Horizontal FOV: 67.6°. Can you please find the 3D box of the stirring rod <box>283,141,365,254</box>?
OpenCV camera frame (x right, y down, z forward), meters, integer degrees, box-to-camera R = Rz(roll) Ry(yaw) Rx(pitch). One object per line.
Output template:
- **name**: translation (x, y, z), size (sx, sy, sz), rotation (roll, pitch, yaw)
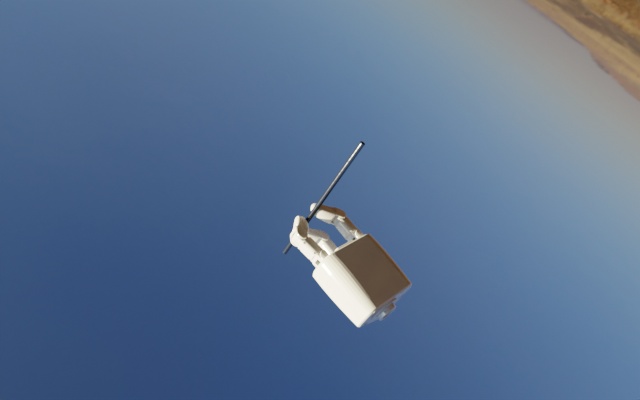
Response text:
- **stirring rod**: translation (0.000, 0.002, 0.746), size (0.011, 0.240, 0.011), rotation (26, 31, -17)
